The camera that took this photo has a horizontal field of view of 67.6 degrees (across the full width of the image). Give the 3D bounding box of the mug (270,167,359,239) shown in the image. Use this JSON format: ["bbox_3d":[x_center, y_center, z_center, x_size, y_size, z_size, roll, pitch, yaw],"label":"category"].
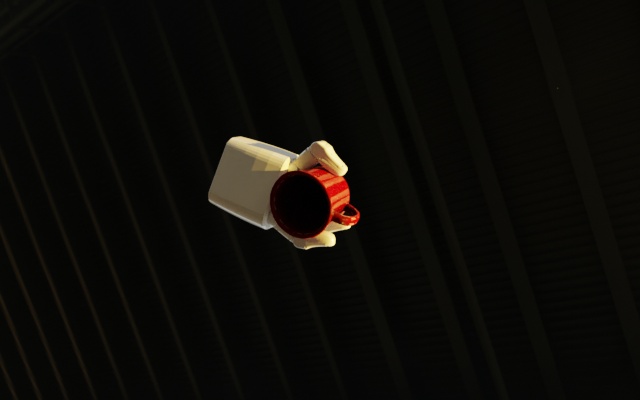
[{"bbox_3d":[0.001,0.003,0.659,0.117,0.093,0.081,23,21,19],"label":"mug"}]
